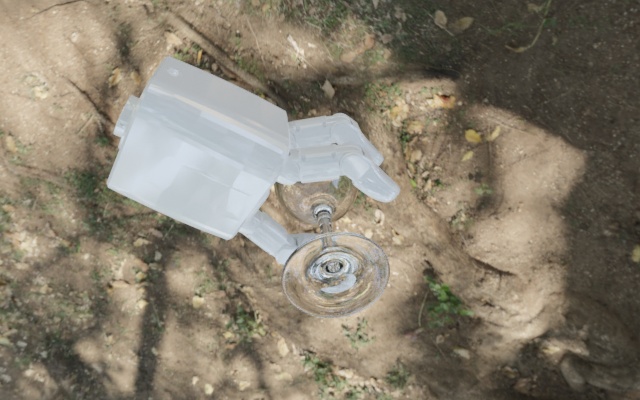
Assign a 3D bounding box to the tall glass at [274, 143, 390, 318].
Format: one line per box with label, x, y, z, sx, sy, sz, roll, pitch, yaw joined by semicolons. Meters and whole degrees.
tall glass;0.000;0.002;0.406;0.079;0.079;0.201;0;31;-7
